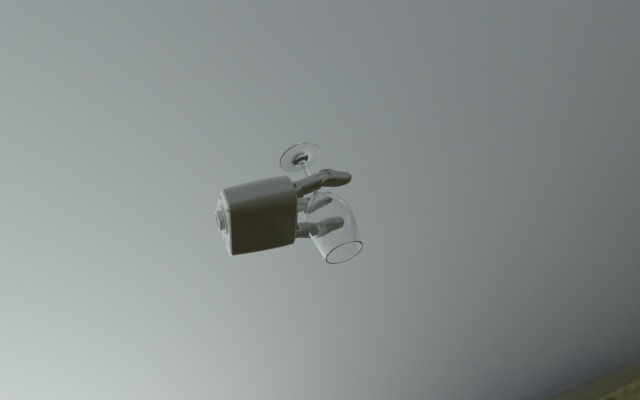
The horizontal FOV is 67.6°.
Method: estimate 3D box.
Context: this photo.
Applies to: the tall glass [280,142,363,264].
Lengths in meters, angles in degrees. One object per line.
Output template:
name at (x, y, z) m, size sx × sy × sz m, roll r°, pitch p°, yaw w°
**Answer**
tall glass at (0.000, 0.002, 0.775) m, size 0.079 × 0.201 × 0.079 m, roll -18°, pitch -32°, yaw -12°
